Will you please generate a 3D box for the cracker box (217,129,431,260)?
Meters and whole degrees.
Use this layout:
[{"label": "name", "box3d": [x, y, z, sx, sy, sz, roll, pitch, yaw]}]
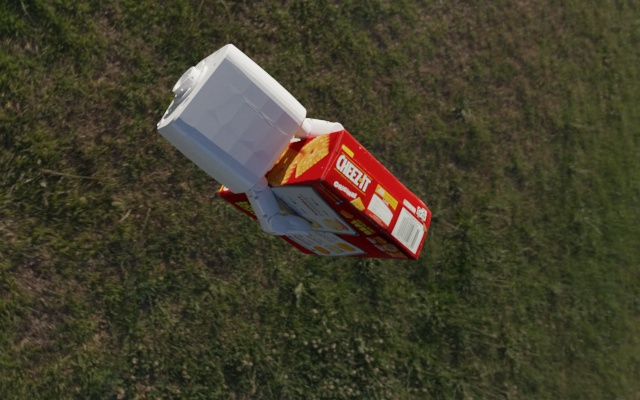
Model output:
[{"label": "cracker box", "box3d": [0.000, 0.002, 0.580, 0.164, 0.072, 0.214, 38, -25, -31]}]
